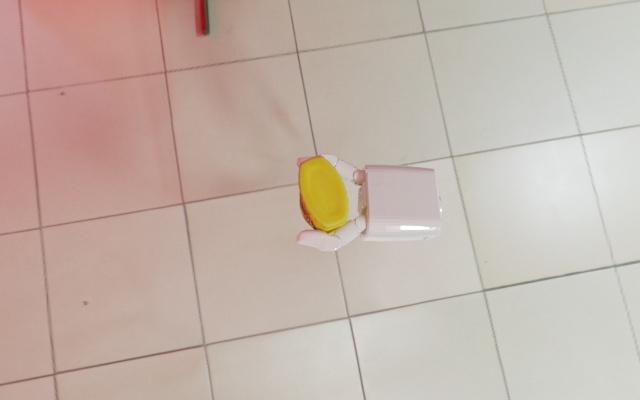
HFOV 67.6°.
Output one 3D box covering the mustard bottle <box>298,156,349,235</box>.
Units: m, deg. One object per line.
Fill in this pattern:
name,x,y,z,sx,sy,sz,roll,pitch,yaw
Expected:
mustard bottle,0.000,0.002,0.702,0.058,0.096,0.192,-23,-7,-6
